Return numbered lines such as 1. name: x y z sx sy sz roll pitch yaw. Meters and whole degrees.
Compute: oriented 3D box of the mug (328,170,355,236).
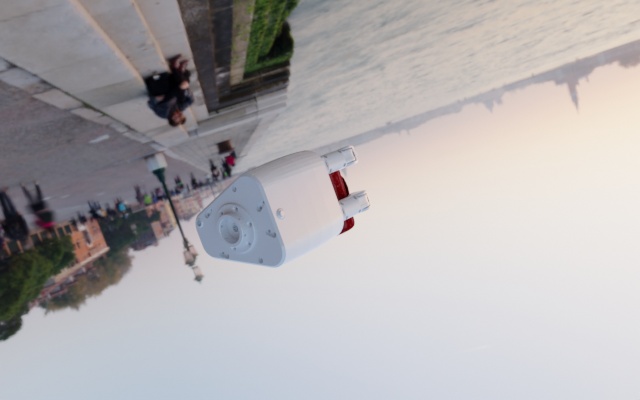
1. mug: 0.001 0.002 0.602 0.093 0.081 0.117 -14 6 36
